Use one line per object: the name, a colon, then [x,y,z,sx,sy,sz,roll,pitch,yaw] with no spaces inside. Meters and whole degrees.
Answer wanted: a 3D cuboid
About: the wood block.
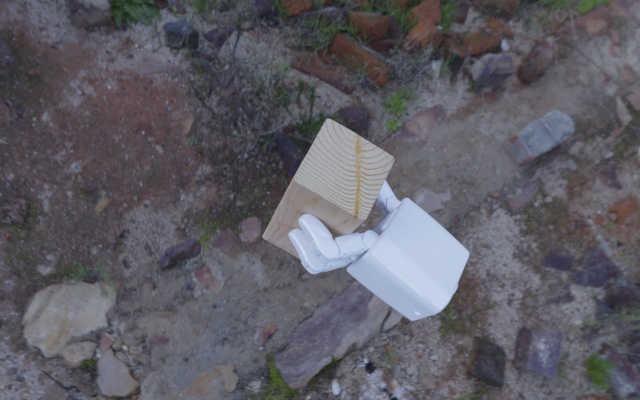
wood block: [0.001,0.002,0.599,0.090,0.090,0.206,30,-26,-3]
